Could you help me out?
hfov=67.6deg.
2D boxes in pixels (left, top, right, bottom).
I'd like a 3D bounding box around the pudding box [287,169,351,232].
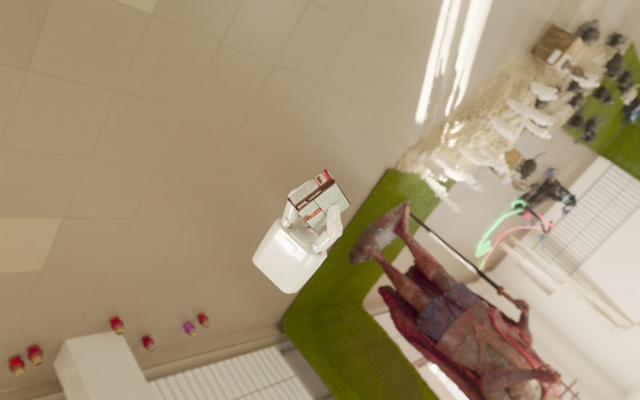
[{"bbox_3d":[0.000,0.003,0.881,0.090,0.039,0.113,-38,-28,0],"label":"pudding box"}]
